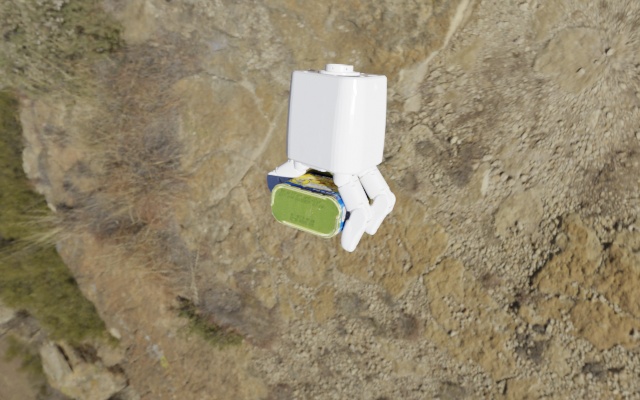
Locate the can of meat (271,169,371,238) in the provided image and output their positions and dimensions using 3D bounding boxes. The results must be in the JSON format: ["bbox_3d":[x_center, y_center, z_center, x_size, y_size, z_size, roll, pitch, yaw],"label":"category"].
[{"bbox_3d":[0.000,0.002,0.599,0.102,0.057,0.084,16,22,26],"label":"can of meat"}]
